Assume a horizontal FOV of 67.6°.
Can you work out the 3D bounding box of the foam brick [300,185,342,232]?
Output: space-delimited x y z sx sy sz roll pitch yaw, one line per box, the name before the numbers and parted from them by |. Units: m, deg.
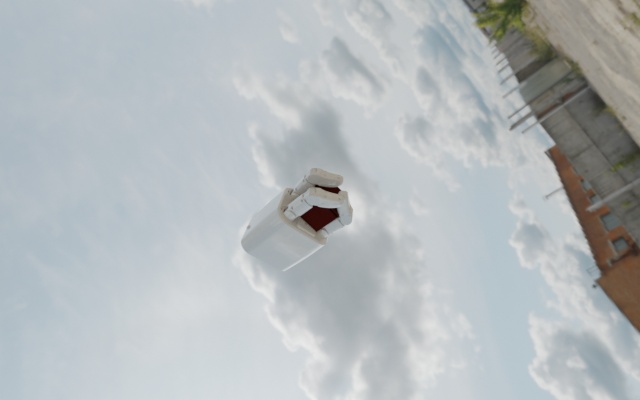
foam brick | 0.000 0.003 0.815 0.051 0.053 0.078 -36 20 28
